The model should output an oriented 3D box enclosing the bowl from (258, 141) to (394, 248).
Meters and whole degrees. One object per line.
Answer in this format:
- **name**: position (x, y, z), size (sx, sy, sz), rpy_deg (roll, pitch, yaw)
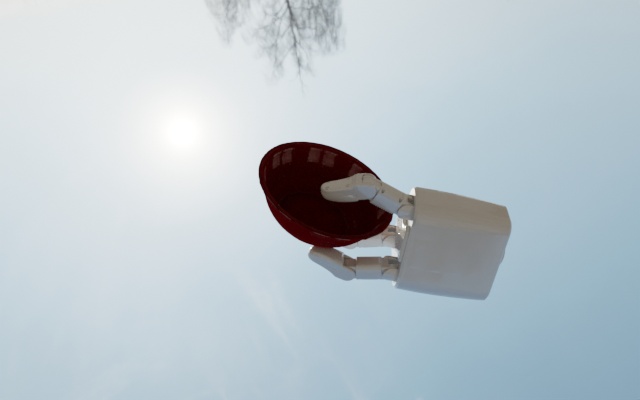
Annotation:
- **bowl**: position (-0.001, 0.001, 0.553), size (0.162, 0.055, 0.162), rpy_deg (15, 39, -13)
